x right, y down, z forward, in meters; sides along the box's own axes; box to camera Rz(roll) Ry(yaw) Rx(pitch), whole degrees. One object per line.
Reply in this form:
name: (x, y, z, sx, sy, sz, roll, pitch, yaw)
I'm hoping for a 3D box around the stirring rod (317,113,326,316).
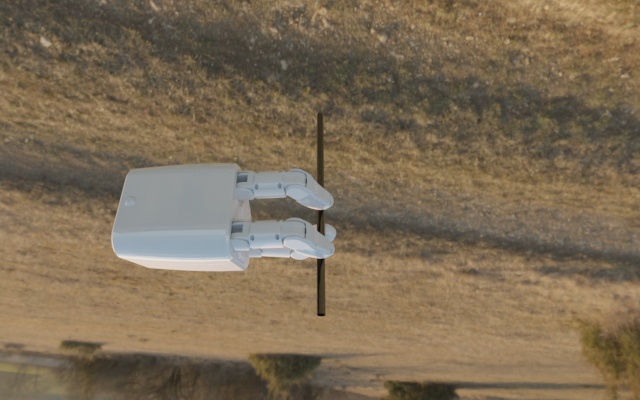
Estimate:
stirring rod: (0.000, 0.002, 0.494, 0.011, 0.239, 0.011, 0, -32, 0)
